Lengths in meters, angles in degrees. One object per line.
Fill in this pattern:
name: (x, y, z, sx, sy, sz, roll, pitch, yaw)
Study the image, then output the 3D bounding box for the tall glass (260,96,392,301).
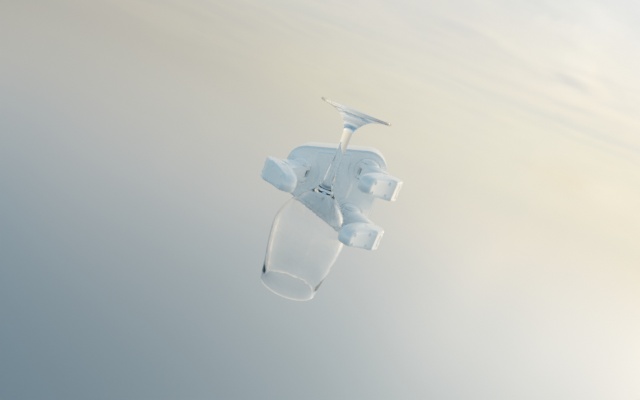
tall glass: (0.000, 0.001, 0.491, 0.079, 0.201, 0.079, 21, 13, -5)
